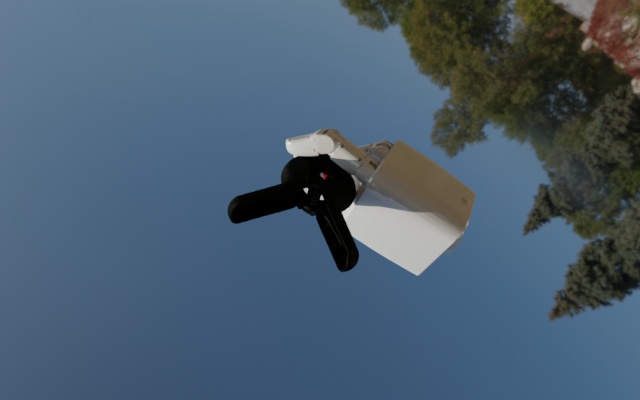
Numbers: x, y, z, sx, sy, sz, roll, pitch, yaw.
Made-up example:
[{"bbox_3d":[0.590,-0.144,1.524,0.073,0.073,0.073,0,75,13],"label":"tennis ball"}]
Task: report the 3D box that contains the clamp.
[{"bbox_3d":[0.000,0.002,0.467,0.120,0.039,0.171,34,36,5],"label":"clamp"}]
